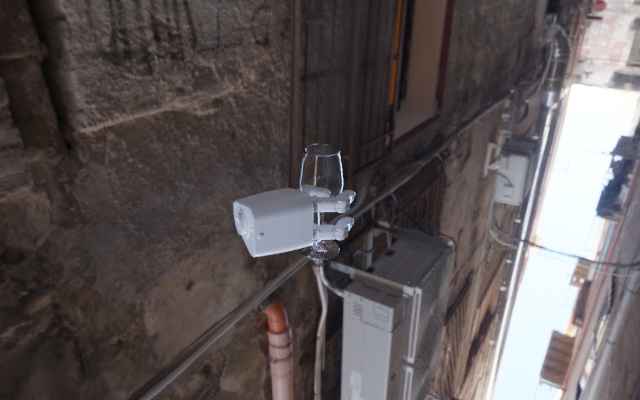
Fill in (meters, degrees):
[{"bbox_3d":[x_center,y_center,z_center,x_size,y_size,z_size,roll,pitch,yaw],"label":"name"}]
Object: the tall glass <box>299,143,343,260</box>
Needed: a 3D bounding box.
[{"bbox_3d":[0.000,0.003,0.855,0.079,0.201,0.079,1,26,-1],"label":"tall glass"}]
